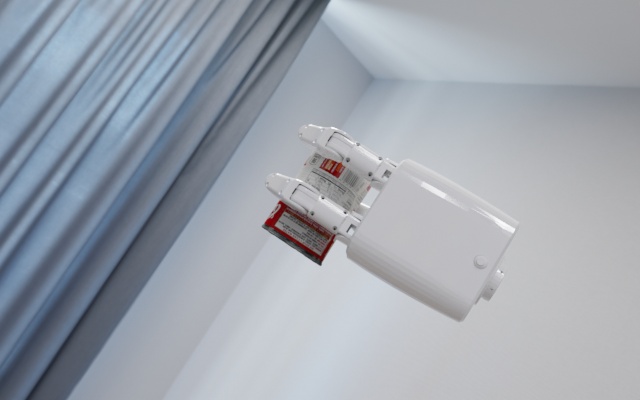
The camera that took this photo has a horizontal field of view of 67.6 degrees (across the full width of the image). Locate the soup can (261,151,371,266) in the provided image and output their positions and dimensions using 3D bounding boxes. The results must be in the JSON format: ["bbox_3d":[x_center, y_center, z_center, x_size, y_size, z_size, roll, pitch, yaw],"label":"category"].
[{"bbox_3d":[0.000,0.001,0.455,0.068,0.102,0.068,33,-7,5],"label":"soup can"}]
